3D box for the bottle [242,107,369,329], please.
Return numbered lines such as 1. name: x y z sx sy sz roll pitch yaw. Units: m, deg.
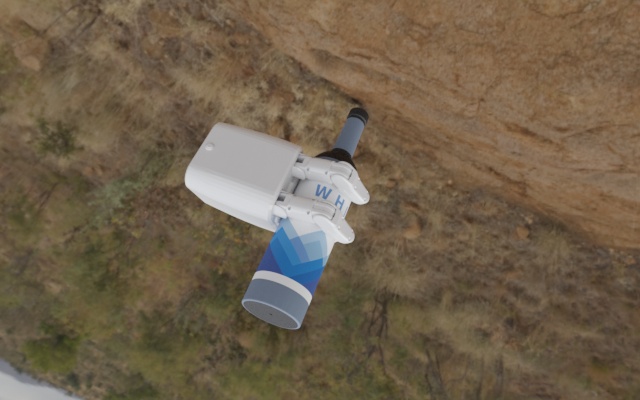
1. bottle: 0.000 0.002 0.568 0.069 0.295 0.069 18 -30 11
